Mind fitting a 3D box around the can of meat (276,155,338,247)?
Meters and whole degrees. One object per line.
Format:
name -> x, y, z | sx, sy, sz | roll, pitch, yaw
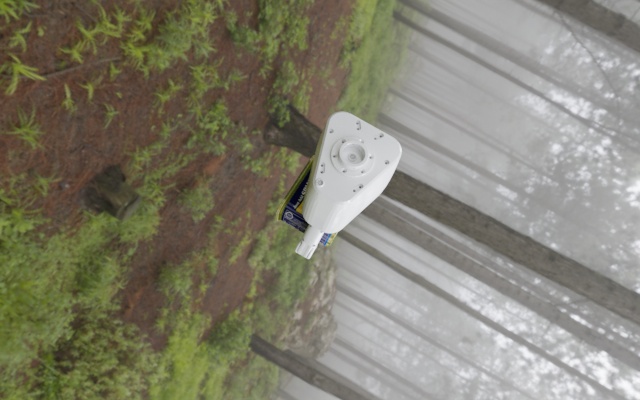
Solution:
can of meat -> 0.000, 0.002, 0.662 | 0.084, 0.102, 0.057 | 30, -22, 4
